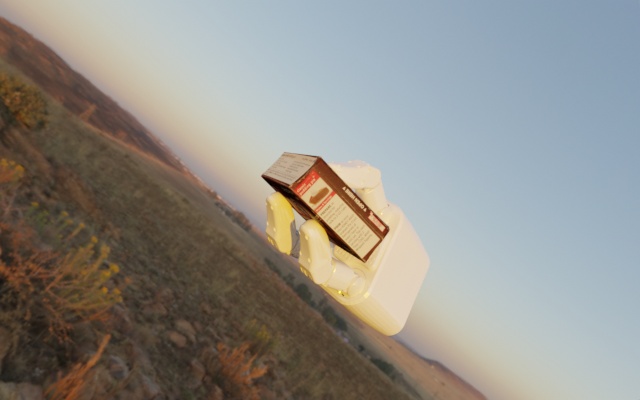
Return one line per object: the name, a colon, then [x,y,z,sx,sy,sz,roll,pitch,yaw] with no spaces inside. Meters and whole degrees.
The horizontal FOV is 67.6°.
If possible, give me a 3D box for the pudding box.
pudding box: [0.000,0.001,0.418,0.090,0.039,0.113,44,-9,-18]
